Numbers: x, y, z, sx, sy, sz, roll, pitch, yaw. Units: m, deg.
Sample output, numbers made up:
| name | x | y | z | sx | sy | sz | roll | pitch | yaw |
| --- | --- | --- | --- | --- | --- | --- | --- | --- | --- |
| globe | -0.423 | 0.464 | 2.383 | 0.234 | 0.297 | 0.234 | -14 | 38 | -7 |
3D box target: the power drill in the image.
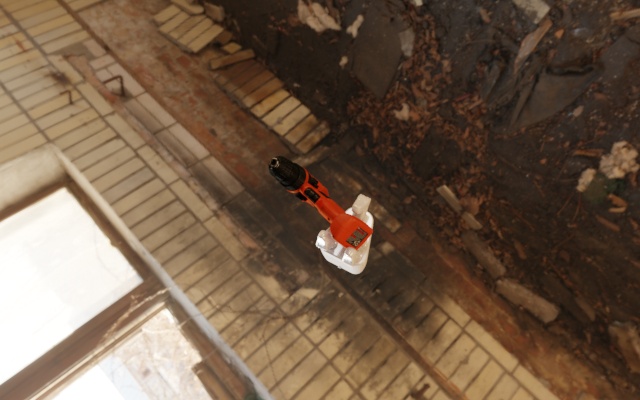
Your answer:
| name | x | y | z | sx | sy | sz | roll | pitch | yaw |
| --- | --- | --- | --- | --- | --- | --- | --- | --- | --- |
| power drill | 0.000 | 0.003 | 0.868 | 0.187 | 0.057 | 0.184 | 46 | 7 | 33 |
